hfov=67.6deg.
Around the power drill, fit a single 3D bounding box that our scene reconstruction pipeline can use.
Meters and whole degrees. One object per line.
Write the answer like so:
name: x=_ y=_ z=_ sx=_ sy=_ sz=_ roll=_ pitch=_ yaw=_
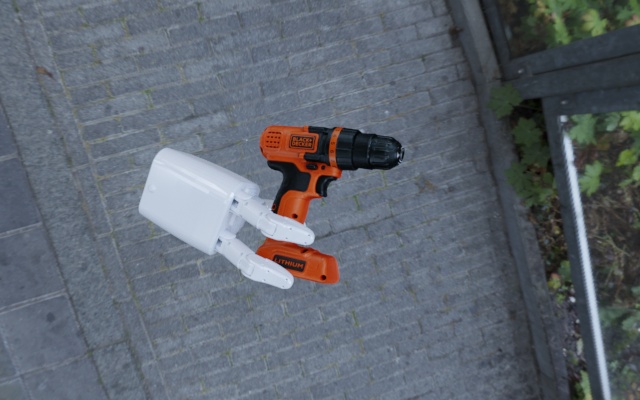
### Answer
power drill: x=0.000 y=0.002 z=0.580 sx=0.184 sy=0.187 sz=0.057 roll=8 pitch=-5 yaw=24
